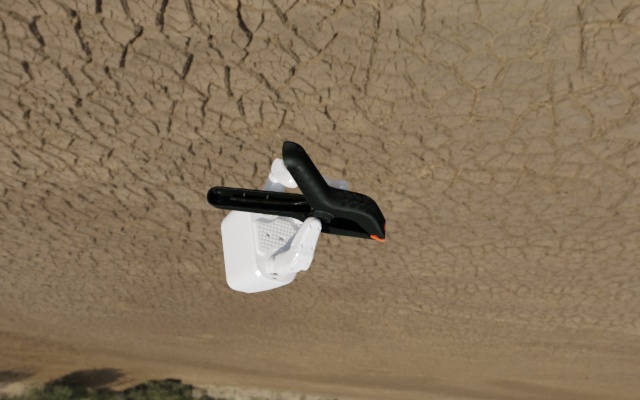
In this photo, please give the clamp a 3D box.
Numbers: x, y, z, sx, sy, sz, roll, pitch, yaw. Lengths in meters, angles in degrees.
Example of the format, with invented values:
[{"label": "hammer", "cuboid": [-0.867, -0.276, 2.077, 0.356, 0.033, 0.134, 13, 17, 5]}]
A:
[{"label": "clamp", "cuboid": [0.000, 0.003, 0.523, 0.210, 0.036, 0.164, 19, -26, -26]}]
